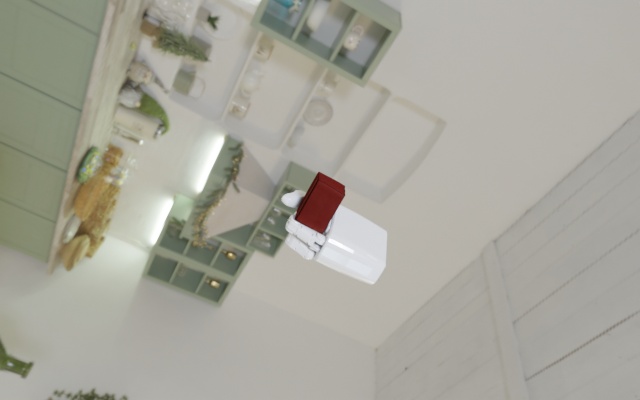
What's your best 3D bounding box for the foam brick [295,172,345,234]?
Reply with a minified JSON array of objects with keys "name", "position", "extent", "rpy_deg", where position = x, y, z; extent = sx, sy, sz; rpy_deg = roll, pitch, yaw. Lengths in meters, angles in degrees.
[{"name":"foam brick","position":[0.000,0.002,0.766],"extent":[0.051,0.078,0.053],"rpy_deg":[28,18,-6]}]
